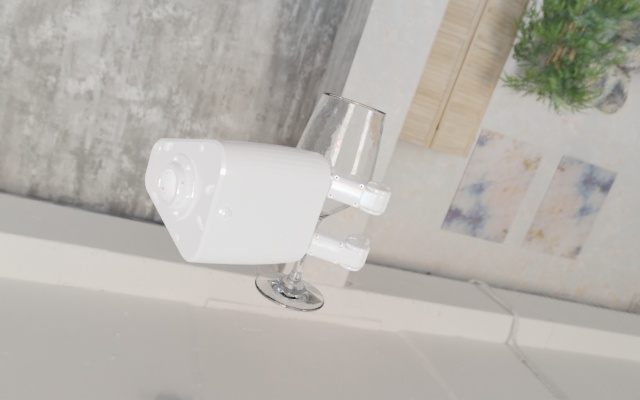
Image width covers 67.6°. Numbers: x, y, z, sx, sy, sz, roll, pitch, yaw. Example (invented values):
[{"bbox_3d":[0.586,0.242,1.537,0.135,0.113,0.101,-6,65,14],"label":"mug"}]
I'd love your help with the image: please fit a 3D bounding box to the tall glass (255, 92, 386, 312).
[{"bbox_3d":[0.000,0.002,0.462,0.079,0.201,0.079,18,14,-4],"label":"tall glass"}]
